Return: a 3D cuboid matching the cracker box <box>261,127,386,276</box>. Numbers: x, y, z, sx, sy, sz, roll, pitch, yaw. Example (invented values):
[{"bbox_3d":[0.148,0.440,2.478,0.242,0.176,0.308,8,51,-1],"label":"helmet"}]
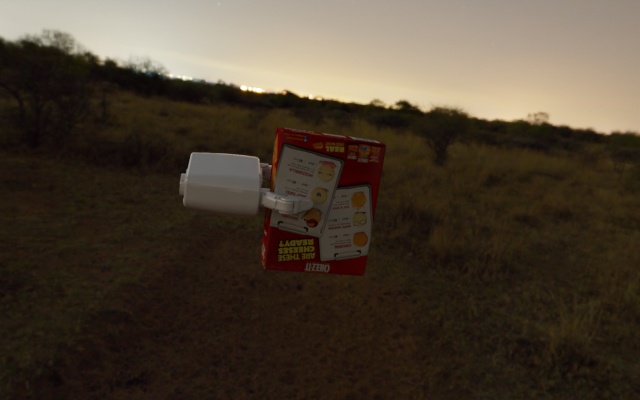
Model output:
[{"bbox_3d":[0.000,0.002,0.750,0.164,0.214,0.072,6,11,-12],"label":"cracker box"}]
